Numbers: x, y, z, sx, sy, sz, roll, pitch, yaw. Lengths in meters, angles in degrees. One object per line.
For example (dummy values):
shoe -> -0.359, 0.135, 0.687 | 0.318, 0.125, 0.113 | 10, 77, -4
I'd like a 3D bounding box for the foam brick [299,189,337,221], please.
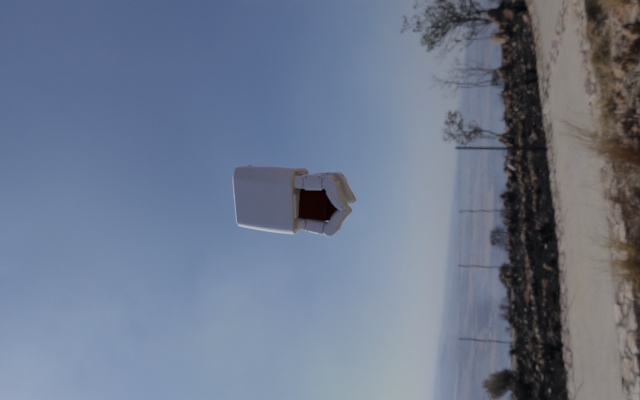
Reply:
foam brick -> 0.000, 0.003, 0.811 | 0.051, 0.053, 0.078 | 5, 5, 15
